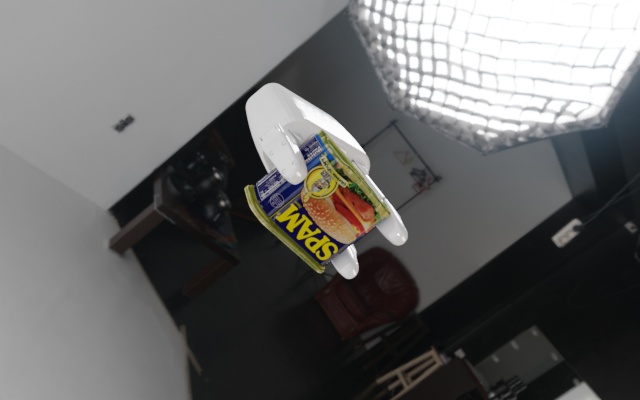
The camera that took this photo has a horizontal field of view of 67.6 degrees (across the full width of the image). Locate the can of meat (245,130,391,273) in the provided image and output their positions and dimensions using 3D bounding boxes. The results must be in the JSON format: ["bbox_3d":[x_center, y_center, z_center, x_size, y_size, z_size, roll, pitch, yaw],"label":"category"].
[{"bbox_3d":[0.000,0.001,0.417,0.102,0.084,0.057,46,9,-33],"label":"can of meat"}]
